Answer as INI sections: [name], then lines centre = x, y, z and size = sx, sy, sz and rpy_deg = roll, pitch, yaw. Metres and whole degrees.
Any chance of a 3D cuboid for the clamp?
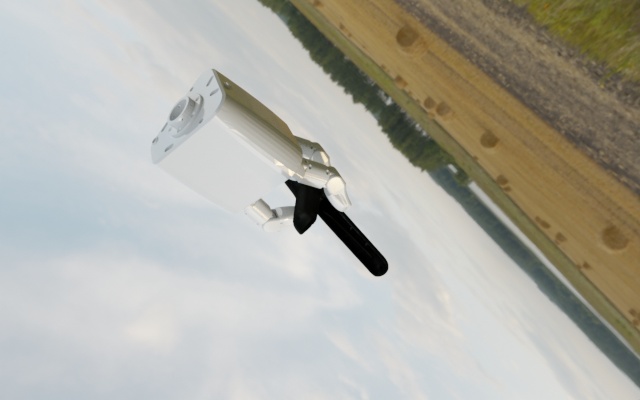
[clamp]
centre = -0.001, 0.002, 0.585
size = 0.165, 0.036, 0.209
rpy_deg = 38, 15, -39
